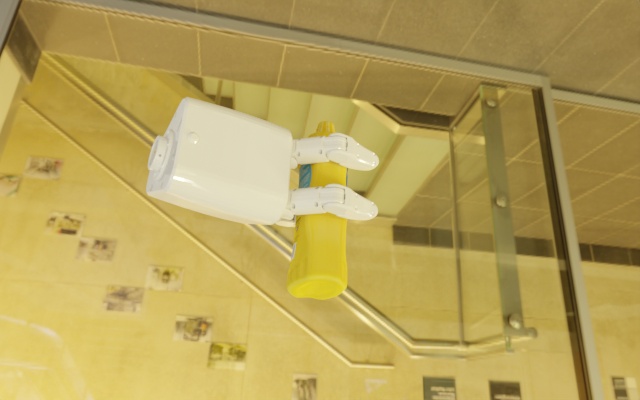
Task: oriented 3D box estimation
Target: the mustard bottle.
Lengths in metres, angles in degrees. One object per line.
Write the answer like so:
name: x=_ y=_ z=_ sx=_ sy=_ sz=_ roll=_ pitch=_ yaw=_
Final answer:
mustard bottle: x=0.000 y=0.002 z=0.505 sx=0.058 sy=0.191 sz=0.096 roll=6 pitch=-23 yaw=-7
